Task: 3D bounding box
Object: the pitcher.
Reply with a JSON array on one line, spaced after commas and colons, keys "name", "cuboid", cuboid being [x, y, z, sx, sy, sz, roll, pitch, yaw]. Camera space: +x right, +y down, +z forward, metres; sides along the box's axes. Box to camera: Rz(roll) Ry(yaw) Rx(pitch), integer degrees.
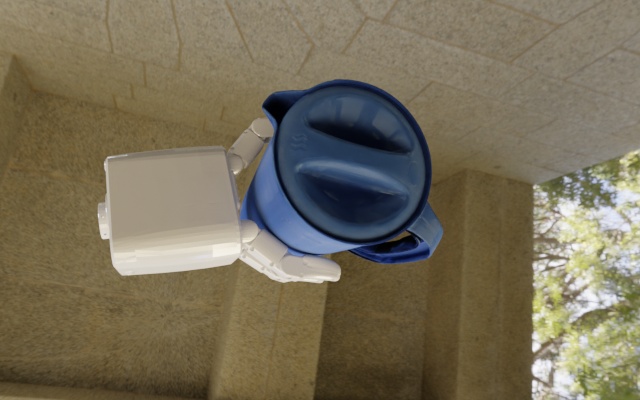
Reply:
[{"name": "pitcher", "cuboid": [0.000, 0.002, 0.471, 0.145, 0.149, 0.243, -7, -11, -20]}]
